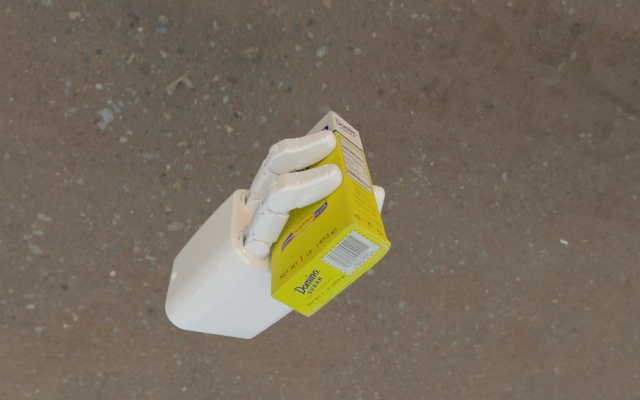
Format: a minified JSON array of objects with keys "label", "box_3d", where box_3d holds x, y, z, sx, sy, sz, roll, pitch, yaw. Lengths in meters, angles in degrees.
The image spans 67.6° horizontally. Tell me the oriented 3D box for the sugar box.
[{"label":"sugar box","box_3d":[0.000,0.001,0.414,0.048,0.093,0.176,34,26,-28]}]
